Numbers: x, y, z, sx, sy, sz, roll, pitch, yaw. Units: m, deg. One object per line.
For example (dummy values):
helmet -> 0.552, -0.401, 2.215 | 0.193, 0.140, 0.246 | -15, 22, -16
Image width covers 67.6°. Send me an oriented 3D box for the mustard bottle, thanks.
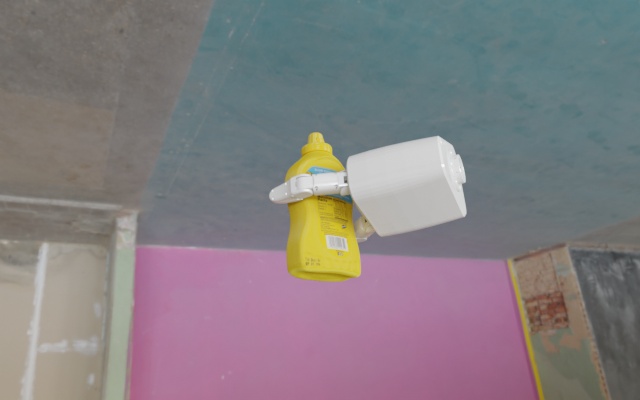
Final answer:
mustard bottle -> 0.000, 0.002, 0.601 | 0.096, 0.191, 0.058 | 12, -26, -37
